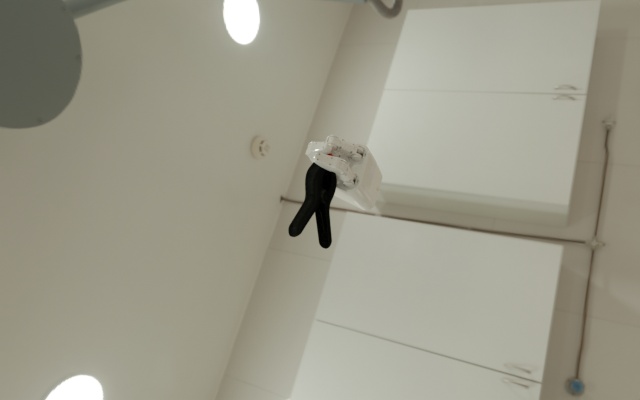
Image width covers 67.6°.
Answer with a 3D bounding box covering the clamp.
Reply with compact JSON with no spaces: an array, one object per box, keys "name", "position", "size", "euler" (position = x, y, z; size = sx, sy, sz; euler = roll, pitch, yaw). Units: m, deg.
[{"name":"clamp","position":[0.000,0.003,0.857],"size":[0.039,0.171,0.120],"euler":[8,-20,28]}]
